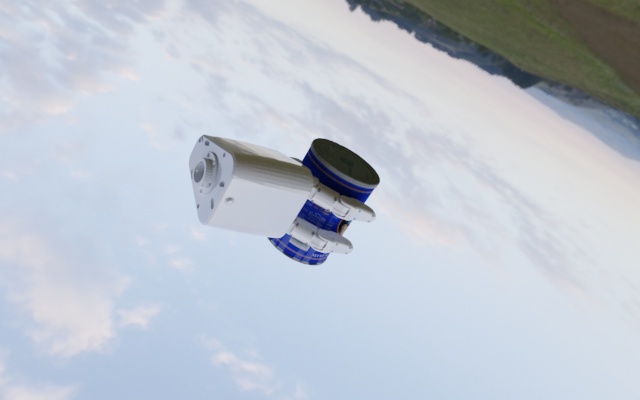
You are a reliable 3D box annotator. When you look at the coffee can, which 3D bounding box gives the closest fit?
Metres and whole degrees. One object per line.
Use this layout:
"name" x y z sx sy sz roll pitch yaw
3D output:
"coffee can" 0.000 0.002 0.645 0.103 0.140 0.102 27 24 -13
